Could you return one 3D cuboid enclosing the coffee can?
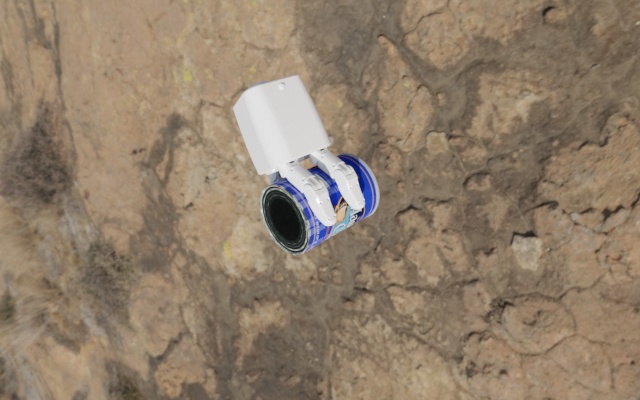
[{"bbox_3d":[0.000,0.002,0.679,0.140,0.103,0.103,-26,16,-37],"label":"coffee can"}]
